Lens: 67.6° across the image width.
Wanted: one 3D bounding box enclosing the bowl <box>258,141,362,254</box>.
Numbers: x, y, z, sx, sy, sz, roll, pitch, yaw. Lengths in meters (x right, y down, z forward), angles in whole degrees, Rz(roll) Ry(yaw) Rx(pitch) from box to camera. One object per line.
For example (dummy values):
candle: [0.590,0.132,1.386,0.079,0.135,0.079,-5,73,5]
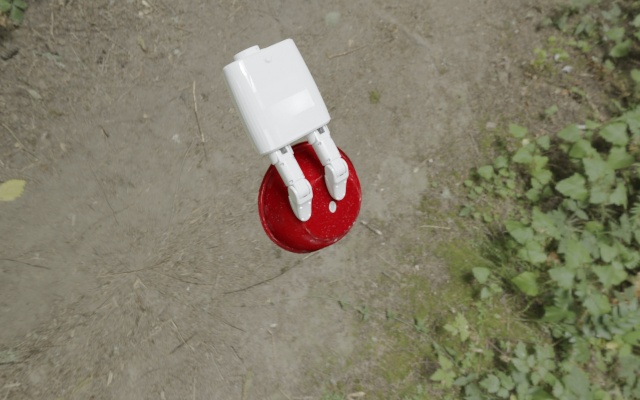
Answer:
bowl: [0.001,0.003,0.643,0.162,0.162,0.055,0,13,-33]
